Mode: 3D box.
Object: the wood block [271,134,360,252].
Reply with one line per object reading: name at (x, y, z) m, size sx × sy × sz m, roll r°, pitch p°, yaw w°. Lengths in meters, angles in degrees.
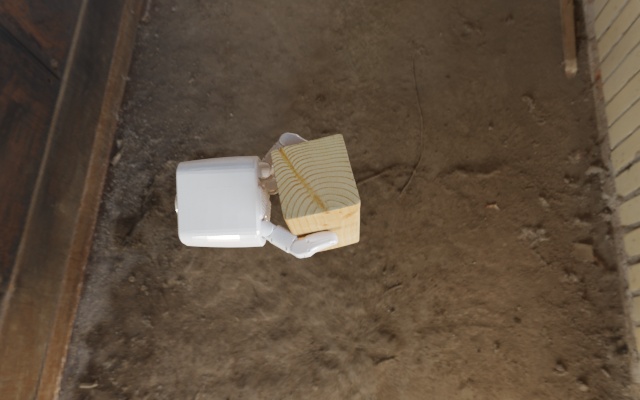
wood block at (0.000, 0.002, 0.644) m, size 0.090 × 0.090 × 0.206 m, roll -13°, pitch -17°, yaw 0°
